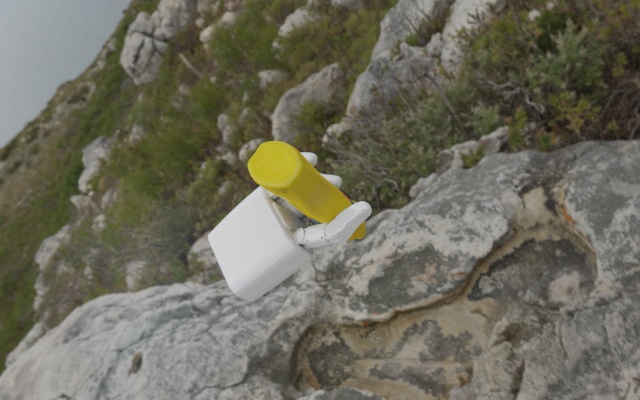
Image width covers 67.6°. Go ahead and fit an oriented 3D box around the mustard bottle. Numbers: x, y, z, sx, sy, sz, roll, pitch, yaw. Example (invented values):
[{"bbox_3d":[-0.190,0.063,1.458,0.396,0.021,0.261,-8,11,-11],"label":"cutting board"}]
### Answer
[{"bbox_3d":[0.000,0.002,0.602,0.096,0.058,0.192,28,-9,48],"label":"mustard bottle"}]
